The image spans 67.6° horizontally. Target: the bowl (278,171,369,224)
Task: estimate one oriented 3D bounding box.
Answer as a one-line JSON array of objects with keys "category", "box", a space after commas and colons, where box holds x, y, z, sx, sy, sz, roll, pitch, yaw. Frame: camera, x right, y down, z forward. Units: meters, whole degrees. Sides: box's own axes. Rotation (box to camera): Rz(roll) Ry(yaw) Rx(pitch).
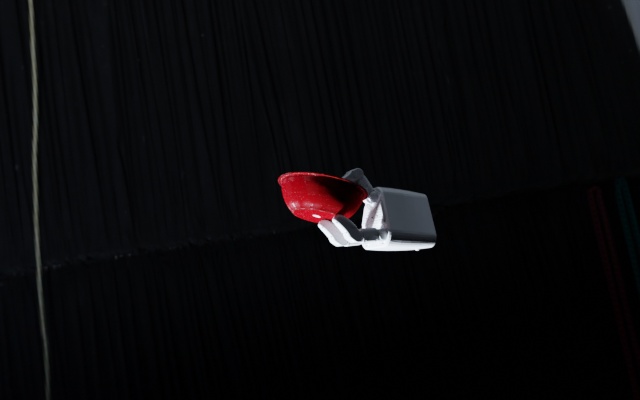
[{"category": "bowl", "box": [-0.001, 0.003, 0.836, 0.162, 0.055, 0.162, 10, -15, 3]}]
